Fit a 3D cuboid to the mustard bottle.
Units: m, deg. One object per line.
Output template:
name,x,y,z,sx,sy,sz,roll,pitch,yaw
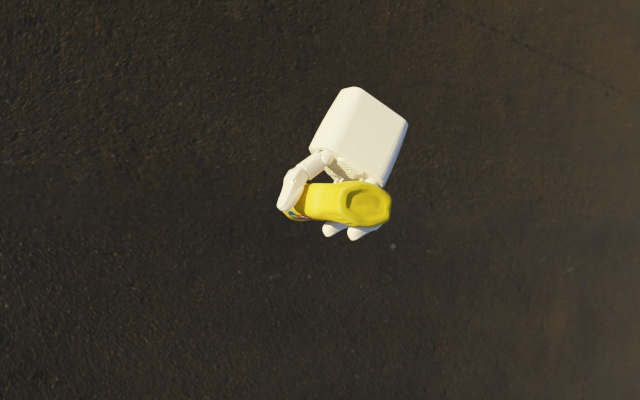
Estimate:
mustard bottle,0.000,0.003,0.667,0.096,0.058,0.191,7,-3,-38
